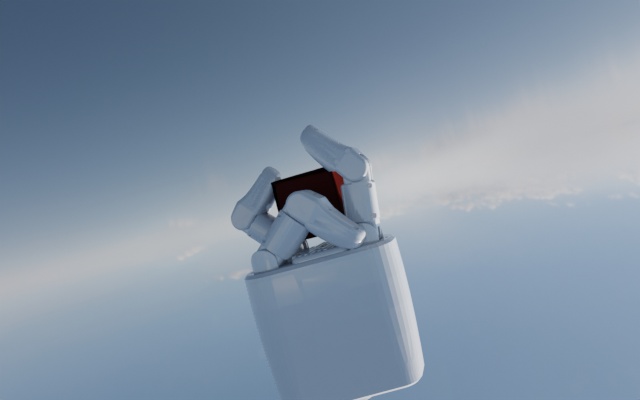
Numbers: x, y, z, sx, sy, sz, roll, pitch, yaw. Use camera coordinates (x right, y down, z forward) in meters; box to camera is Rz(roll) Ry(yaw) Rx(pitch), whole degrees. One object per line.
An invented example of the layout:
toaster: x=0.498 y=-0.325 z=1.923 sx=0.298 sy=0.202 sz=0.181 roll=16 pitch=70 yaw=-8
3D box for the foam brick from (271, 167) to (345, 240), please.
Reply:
foam brick: x=0.000 y=0.001 z=0.406 sx=0.053 sy=0.051 sz=0.078 roll=-15 pitch=0 yaw=17
